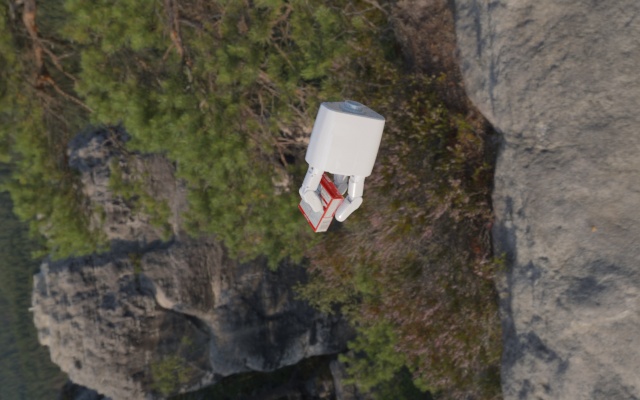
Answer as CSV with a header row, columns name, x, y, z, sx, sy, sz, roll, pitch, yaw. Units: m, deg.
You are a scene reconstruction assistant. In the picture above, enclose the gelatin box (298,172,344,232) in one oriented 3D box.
name,x,y,z,sx,sy,sz,roll,pitch,yaw
gelatin box,0.000,0.003,0.899,0.030,0.089,0.073,-3,43,-37
